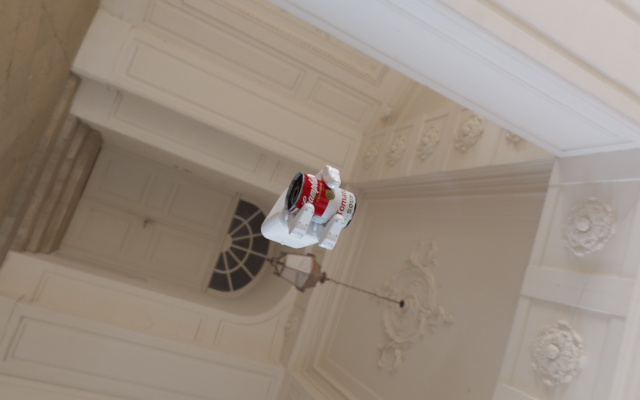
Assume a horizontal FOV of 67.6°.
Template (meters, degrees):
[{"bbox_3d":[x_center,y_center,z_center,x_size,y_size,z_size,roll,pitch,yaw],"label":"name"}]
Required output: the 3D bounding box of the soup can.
[{"bbox_3d":[0.001,0.002,0.792,0.102,0.068,0.068,22,-8,-20],"label":"soup can"}]
